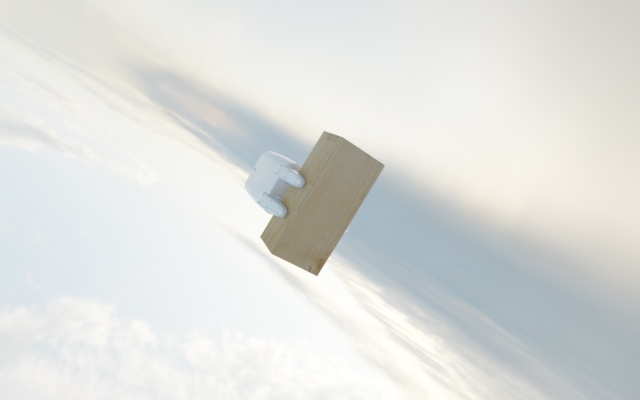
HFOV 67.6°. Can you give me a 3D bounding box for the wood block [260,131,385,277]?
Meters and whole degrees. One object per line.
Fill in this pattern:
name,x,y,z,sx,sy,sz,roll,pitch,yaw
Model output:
wood block,0.000,0.003,0.770,0.091,0.206,0.090,30,3,-25
